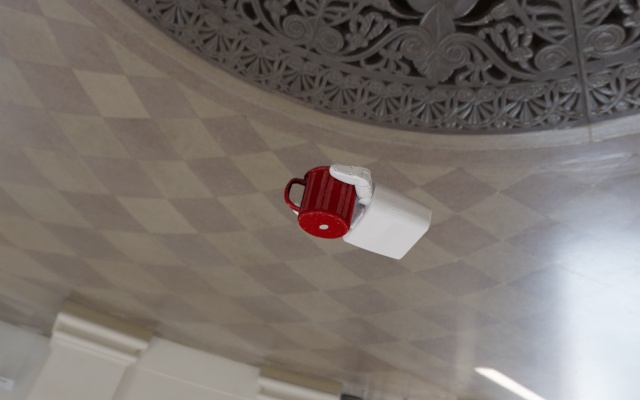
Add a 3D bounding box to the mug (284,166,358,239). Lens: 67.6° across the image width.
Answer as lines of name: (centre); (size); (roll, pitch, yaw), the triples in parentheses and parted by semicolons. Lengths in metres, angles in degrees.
mug: (-0.001, 0.002, 0.738); (0.117, 0.081, 0.093); (20, -33, -11)
